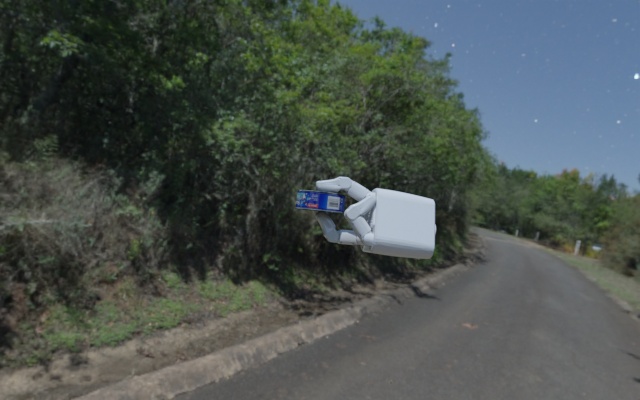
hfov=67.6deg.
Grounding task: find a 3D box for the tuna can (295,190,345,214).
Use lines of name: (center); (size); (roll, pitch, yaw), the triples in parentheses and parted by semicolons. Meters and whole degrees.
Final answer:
tuna can: (0.000, 0.002, 0.835); (0.086, 0.034, 0.086); (6, -2, 0)
